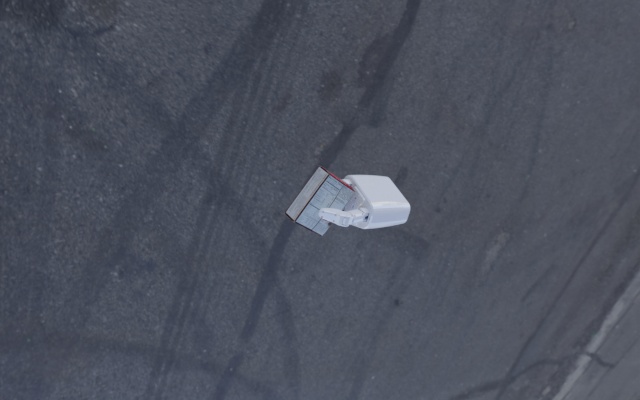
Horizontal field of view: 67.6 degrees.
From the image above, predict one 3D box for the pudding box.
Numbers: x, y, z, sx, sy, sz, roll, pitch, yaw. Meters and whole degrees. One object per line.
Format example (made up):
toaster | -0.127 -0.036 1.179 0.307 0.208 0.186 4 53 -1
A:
pudding box | 0.000 0.003 0.892 0.090 0.113 0.039 32 5 -46
